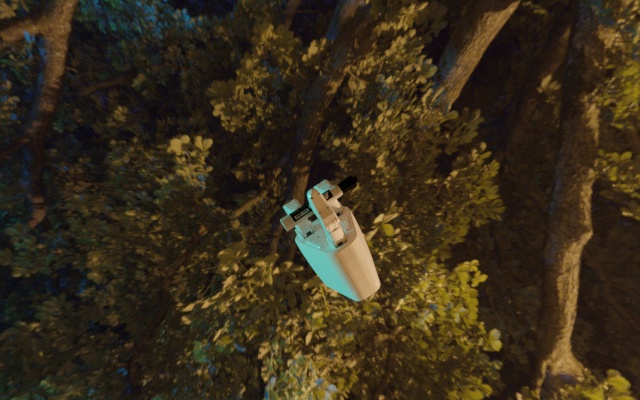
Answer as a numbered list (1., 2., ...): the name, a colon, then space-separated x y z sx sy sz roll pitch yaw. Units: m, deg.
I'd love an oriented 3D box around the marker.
1. marker: 0.000 0.002 0.658 0.121 0.020 0.020 -33 4 -6
